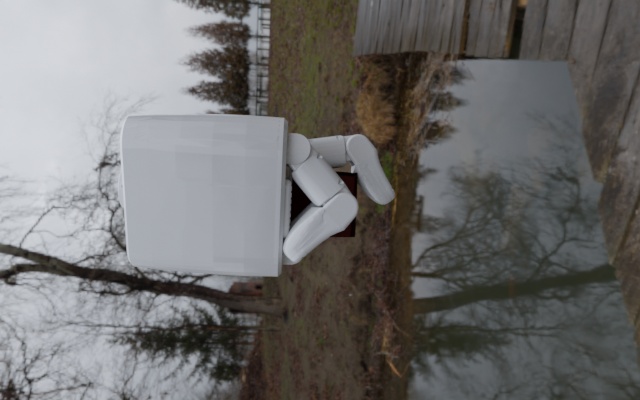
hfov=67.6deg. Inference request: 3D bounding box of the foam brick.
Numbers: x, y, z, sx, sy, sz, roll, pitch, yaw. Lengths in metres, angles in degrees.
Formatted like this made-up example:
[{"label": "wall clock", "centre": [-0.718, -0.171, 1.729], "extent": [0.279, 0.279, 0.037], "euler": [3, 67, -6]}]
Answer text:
[{"label": "foam brick", "centre": [0.000, 0.001, 0.404], "extent": [0.051, 0.053, 0.078], "euler": [2, 1, -4]}]
